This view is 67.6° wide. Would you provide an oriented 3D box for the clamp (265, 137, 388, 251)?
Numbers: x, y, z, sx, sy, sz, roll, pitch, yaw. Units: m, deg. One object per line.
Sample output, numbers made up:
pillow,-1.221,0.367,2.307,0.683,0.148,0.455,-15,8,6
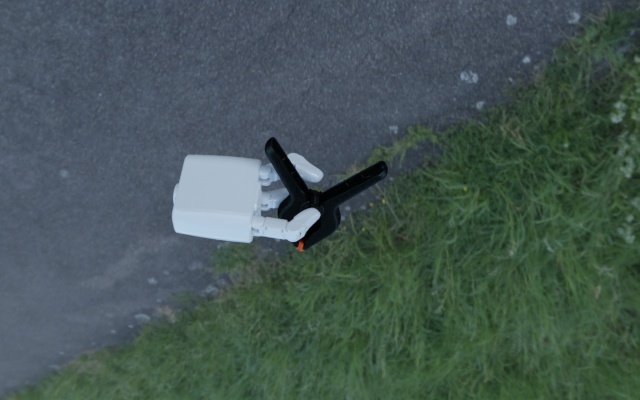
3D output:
clamp,0.000,0.003,0.688,0.164,0.036,0.210,8,-43,-1
